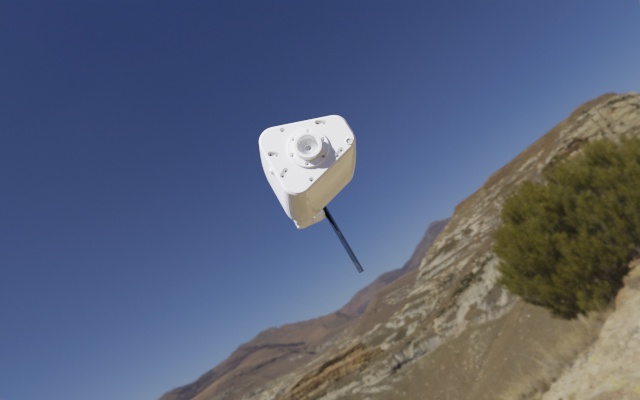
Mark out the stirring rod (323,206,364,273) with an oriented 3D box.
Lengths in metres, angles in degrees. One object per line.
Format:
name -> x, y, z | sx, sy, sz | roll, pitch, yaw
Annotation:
stirring rod -> 0.000, 0.002, 0.715 | 0.011, 0.239, 0.011 | -28, -16, -9
